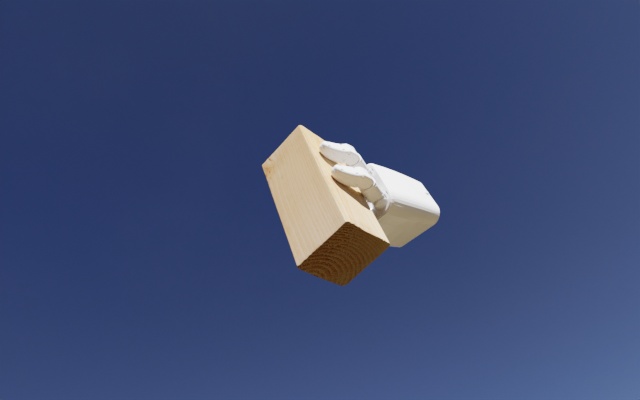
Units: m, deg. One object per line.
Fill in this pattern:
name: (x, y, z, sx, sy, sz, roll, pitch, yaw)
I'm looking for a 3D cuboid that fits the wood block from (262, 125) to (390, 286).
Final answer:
wood block: (0.000, 0.002, 0.657, 0.090, 0.091, 0.206, 28, 25, -39)
